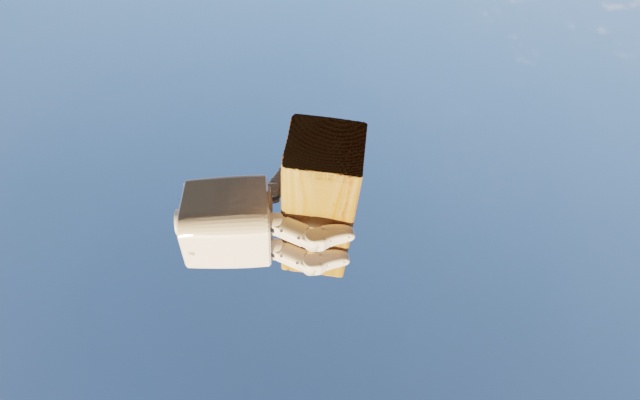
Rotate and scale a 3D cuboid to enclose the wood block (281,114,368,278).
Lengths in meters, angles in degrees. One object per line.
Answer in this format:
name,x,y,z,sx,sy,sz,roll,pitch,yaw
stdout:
wood block,0.000,0.002,0.605,0.090,0.090,0.206,7,-39,1
